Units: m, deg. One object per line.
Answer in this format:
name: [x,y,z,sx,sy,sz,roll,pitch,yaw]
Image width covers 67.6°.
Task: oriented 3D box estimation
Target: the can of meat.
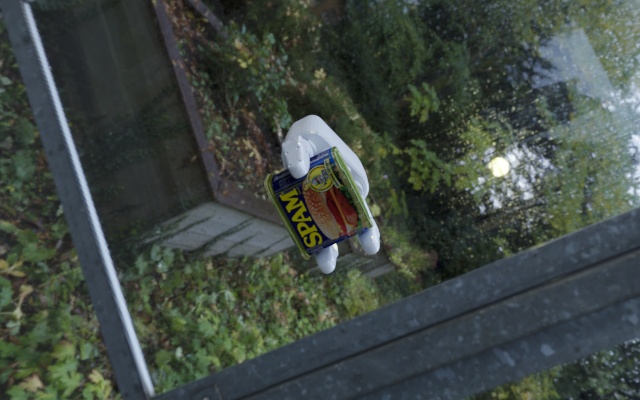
can of meat: [0.000,0.002,0.524,0.084,0.102,0.057,-25,16,9]
